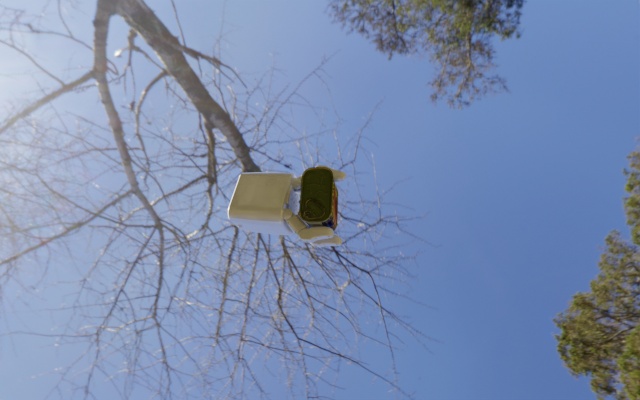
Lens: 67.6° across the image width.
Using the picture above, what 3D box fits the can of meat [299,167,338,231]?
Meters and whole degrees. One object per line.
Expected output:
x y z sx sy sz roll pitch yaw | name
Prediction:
0.000 0.003 0.864 0.057 0.102 0.084 -1 -20 11 | can of meat
